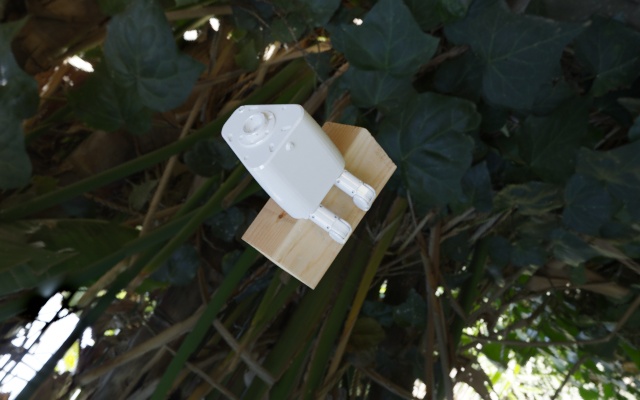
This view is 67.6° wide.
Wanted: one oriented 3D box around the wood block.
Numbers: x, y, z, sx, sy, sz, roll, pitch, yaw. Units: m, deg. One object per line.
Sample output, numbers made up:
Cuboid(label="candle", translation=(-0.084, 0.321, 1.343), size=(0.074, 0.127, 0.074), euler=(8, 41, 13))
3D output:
Cuboid(label="wood block", translation=(0.000, 0.002, 0.661), size=(0.091, 0.206, 0.090), euler=(22, -17, 51))
